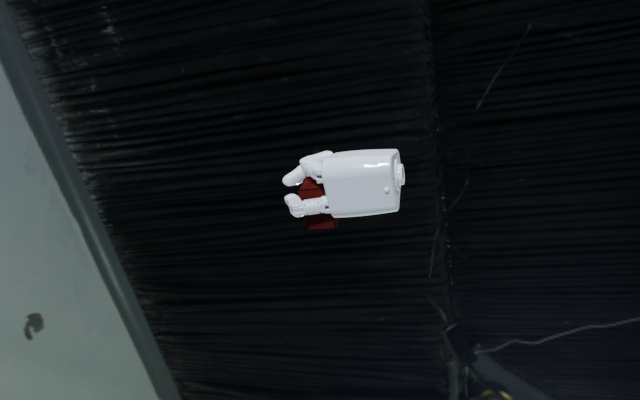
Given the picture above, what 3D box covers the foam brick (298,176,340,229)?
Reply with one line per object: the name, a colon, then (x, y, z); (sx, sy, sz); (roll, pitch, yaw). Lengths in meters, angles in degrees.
foam brick: (0.000, 0.003, 0.802); (0.051, 0.078, 0.053); (-4, 29, 17)
